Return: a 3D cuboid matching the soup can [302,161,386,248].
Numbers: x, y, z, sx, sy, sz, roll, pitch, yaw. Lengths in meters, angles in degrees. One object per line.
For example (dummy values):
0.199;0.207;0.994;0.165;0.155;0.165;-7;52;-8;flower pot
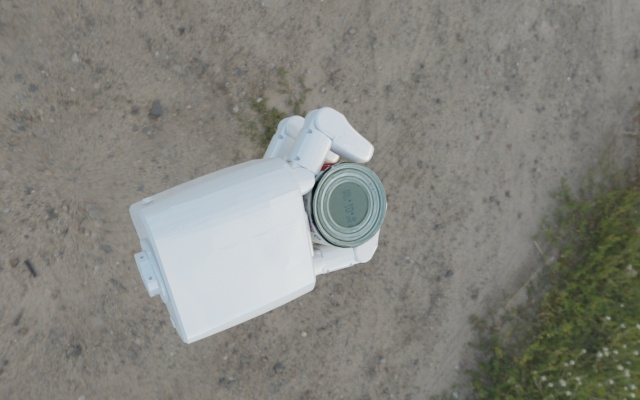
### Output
0.001;0.001;0.404;0.068;0.068;0.102;0;2;-27;soup can
